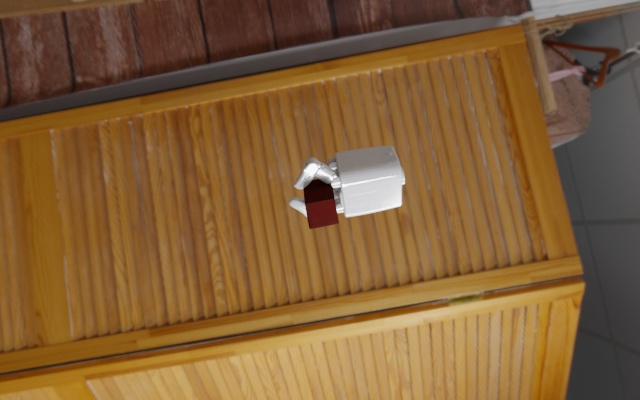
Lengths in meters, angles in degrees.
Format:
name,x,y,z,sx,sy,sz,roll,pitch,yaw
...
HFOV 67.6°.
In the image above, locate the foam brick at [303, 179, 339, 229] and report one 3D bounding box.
name,x,y,z,sx,sy,sz,roll,pitch,yaw
foam brick,0.000,0.003,0.818,0.051,0.053,0.078,-9,32,1
